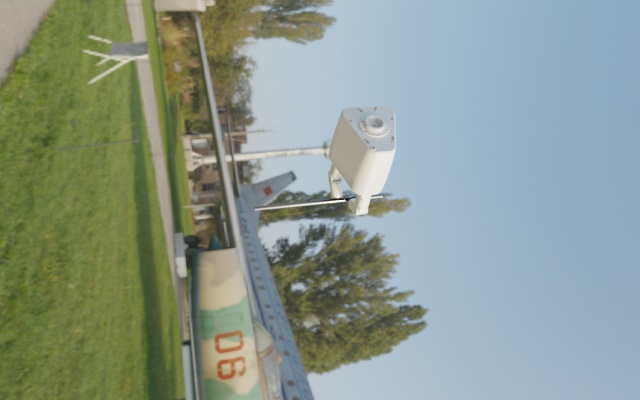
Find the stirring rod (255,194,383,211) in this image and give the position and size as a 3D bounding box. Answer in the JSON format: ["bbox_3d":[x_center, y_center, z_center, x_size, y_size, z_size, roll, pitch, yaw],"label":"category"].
[{"bbox_3d":[0.000,0.003,0.874,0.239,0.011,0.011,-6,1,-14],"label":"stirring rod"}]
